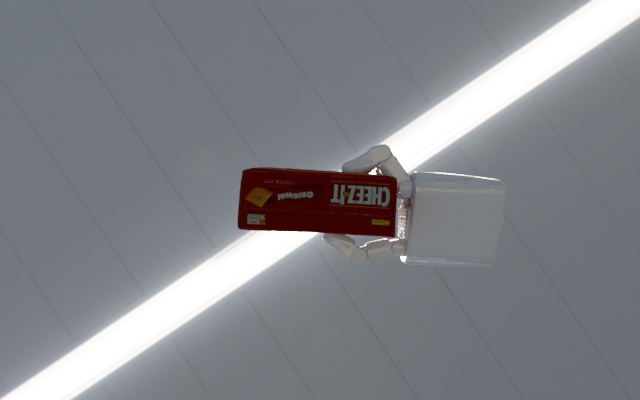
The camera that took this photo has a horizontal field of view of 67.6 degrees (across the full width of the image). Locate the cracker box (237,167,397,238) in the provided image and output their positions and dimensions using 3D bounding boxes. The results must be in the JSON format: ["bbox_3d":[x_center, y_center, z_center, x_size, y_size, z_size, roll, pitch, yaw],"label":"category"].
[{"bbox_3d":[0.000,0.002,0.592,0.164,0.072,0.213,3,-1,1],"label":"cracker box"}]
